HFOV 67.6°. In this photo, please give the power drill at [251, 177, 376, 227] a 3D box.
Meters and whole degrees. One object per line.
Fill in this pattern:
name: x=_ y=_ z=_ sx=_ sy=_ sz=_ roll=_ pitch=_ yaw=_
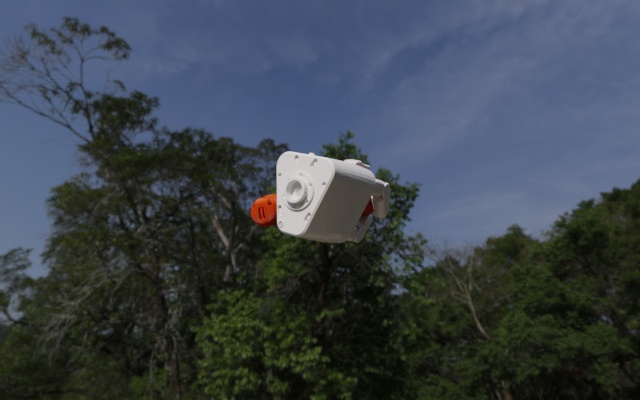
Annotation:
power drill: x=0.000 y=0.002 z=0.784 sx=0.187 sy=0.057 sz=0.184 roll=-10 pitch=4 yaw=17
